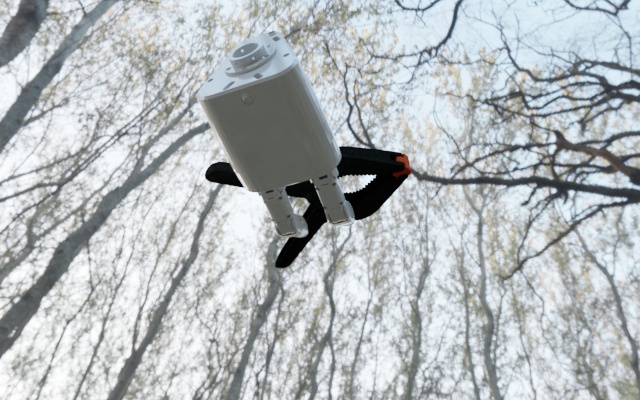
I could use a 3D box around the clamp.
[{"bbox_3d":[0.001,0.001,0.530,0.210,0.165,0.036,-14,38,14],"label":"clamp"}]
